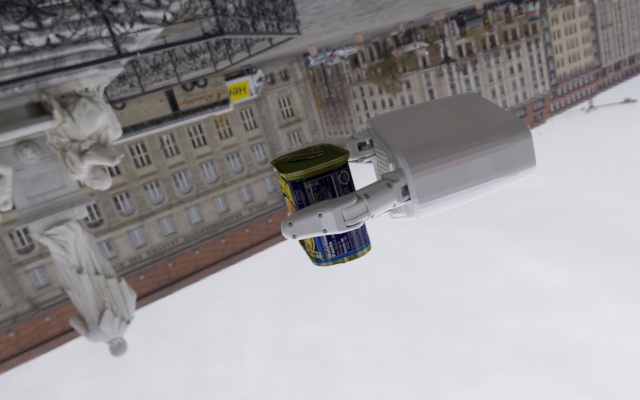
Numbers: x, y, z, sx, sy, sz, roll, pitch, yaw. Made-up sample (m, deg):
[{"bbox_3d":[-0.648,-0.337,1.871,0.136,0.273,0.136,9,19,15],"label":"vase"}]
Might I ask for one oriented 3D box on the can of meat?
[{"bbox_3d":[0.000,0.002,0.413,0.057,0.084,0.102,-19,15,-8],"label":"can of meat"}]
